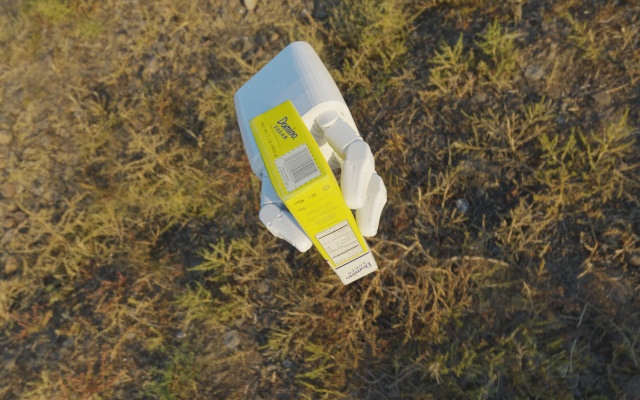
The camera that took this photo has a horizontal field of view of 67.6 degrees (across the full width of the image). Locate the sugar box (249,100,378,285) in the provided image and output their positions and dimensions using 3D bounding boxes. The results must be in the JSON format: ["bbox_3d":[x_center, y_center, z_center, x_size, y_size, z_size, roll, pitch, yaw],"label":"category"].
[{"bbox_3d":[0.000,0.001,0.438,0.048,0.093,0.176,-28,-35,5],"label":"sugar box"}]
